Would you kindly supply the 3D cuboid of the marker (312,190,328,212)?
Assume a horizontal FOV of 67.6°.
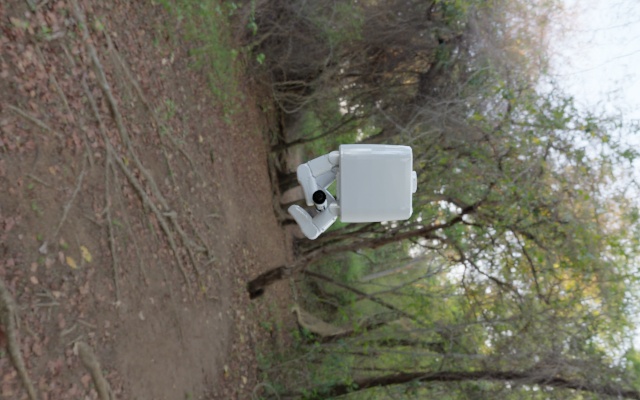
[{"bbox_3d":[0.000,0.002,0.676,0.020,0.020,0.121,0,-8,2],"label":"marker"}]
